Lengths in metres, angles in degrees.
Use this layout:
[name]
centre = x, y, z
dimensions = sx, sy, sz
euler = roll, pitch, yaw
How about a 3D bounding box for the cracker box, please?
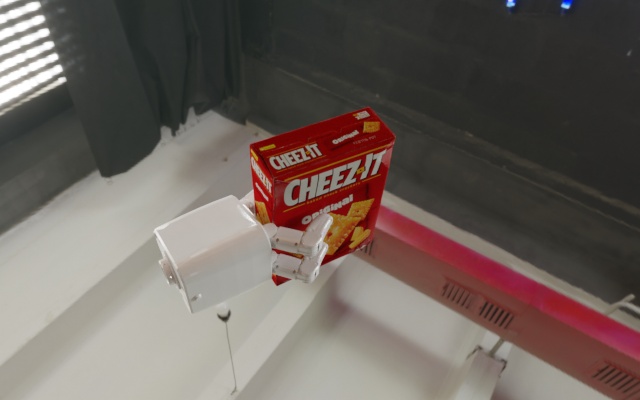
[cracker box]
centre = 0.000, 0.002, 0.622
dimensions = 0.164, 0.072, 0.214
euler = -21, -36, -22
